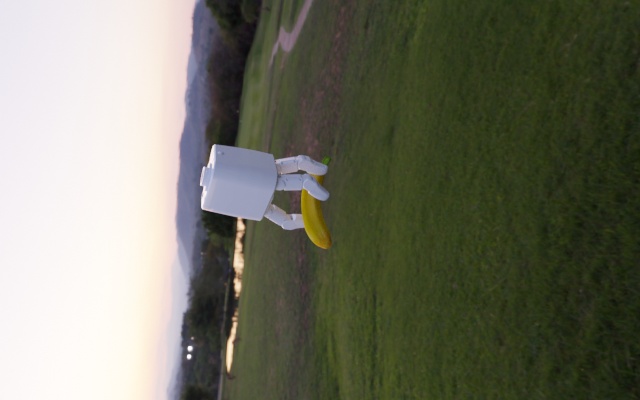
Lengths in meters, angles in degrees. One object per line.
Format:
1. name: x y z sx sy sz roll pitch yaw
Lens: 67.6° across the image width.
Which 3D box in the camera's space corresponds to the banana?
1. banana: -0.009 0.010 0.857 0.037 0.197 0.070 16 -39 -23
